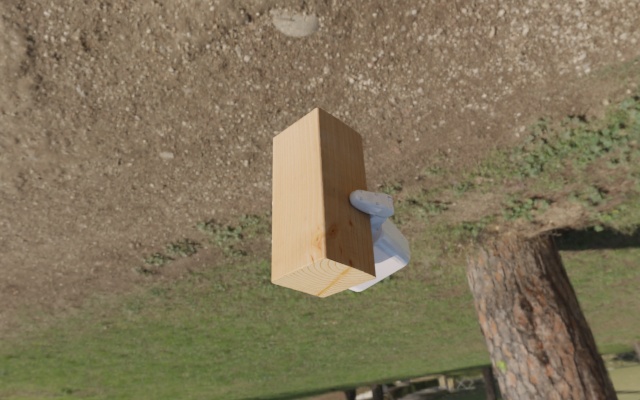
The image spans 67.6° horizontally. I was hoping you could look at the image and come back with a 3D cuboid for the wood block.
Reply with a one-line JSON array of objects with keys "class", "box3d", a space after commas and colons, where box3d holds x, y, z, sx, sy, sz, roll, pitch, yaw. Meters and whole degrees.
[{"class": "wood block", "box3d": [0.001, 0.002, 0.597, 0.091, 0.206, 0.090, -28, -38, 36]}]
